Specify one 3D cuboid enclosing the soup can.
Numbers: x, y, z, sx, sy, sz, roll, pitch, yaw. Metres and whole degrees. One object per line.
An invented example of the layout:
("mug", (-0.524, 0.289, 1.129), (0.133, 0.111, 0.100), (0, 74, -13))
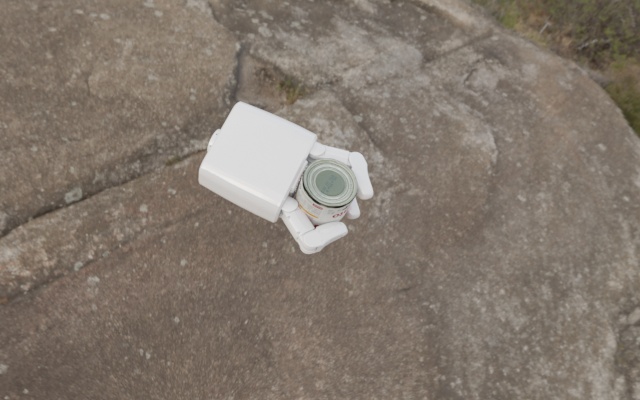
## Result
("soup can", (0.001, 0.002, 0.588), (0.068, 0.068, 0.102), (0, -28, -15))
